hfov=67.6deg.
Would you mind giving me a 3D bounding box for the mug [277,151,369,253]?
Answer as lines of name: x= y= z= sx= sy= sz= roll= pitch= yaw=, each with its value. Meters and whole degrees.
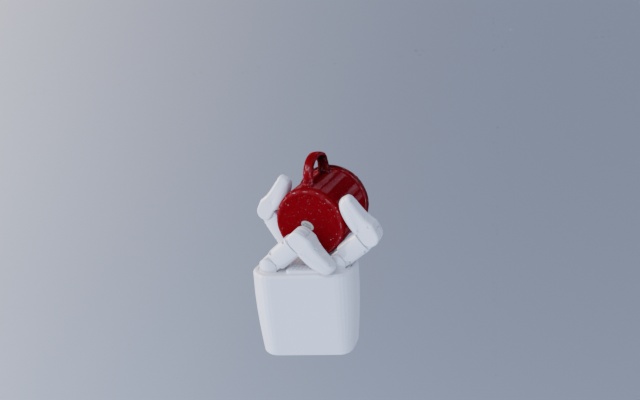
mug: x=0.000 y=0.001 z=0.551 sx=0.093 sy=0.117 sz=0.081 roll=2 pitch=20 yaw=21
